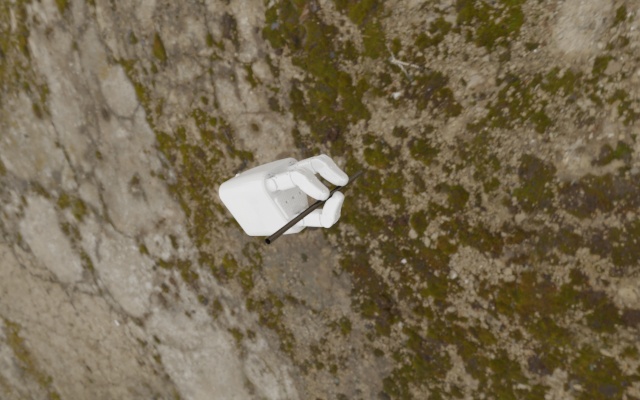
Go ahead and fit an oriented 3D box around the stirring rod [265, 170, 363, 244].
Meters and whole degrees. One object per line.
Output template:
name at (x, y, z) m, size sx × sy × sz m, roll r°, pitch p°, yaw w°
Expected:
stirring rod at (0.000, 0.002, 0.666) m, size 0.011 × 0.011 × 0.239 m, roll 0°, pitch 23°, yaw 35°
